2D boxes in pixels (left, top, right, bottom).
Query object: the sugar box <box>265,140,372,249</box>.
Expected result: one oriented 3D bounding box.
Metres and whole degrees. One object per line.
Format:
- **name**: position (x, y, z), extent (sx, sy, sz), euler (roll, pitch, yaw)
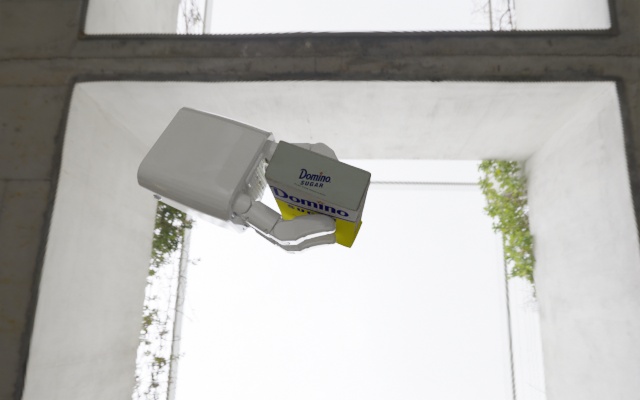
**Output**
- **sugar box**: position (0.000, 0.002, 0.507), extent (0.093, 0.048, 0.176), euler (20, -12, 8)
